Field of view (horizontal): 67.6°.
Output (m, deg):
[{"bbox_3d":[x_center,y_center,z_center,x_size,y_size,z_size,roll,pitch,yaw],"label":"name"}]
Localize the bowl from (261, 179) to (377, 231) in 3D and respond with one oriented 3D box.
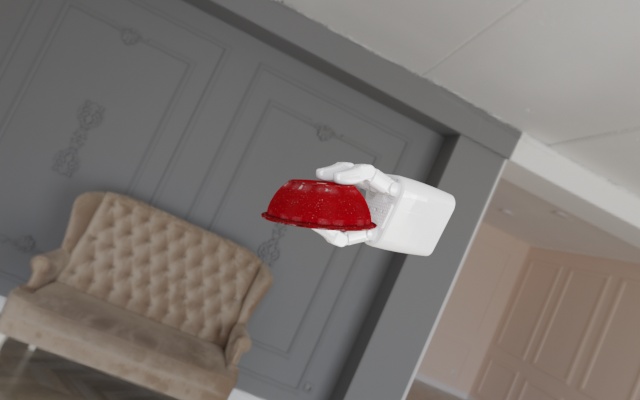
[{"bbox_3d":[-0.001,0.002,0.662,0.162,0.055,0.162,5,6,0],"label":"bowl"}]
